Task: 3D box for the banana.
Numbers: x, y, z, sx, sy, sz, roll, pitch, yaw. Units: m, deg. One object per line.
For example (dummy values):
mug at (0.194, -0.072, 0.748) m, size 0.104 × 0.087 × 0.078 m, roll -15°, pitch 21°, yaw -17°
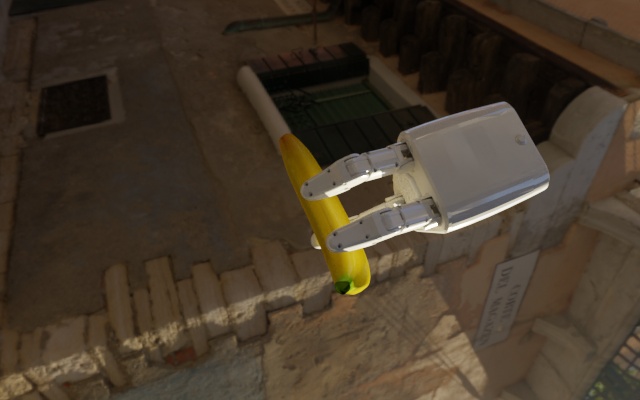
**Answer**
banana at (0.006, 0.015, 0.449) m, size 0.037 × 0.197 × 0.070 m, roll -24°, pitch -41°, yaw -1°
